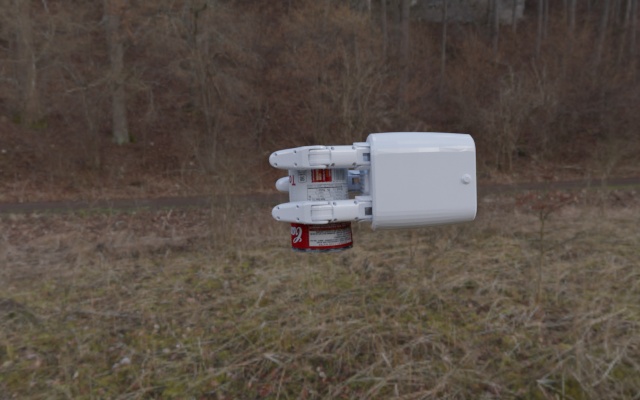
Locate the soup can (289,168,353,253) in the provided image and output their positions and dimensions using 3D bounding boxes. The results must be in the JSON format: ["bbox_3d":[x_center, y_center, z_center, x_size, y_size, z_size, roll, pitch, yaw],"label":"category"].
[{"bbox_3d":[0.000,0.001,0.521,0.068,0.102,0.068,-2,3,0],"label":"soup can"}]
